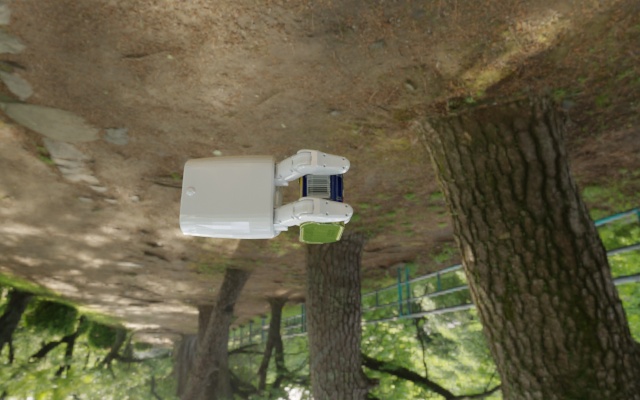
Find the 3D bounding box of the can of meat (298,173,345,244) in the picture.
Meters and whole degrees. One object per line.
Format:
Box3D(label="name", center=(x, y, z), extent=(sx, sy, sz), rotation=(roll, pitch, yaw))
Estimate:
Box3D(label="can of meat", center=(0.000, 0.002, 0.586), extent=(0.057, 0.084, 0.102), rotation=(1, -18, -2))
